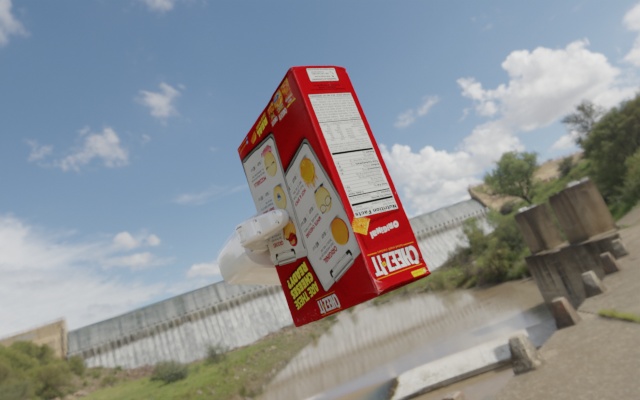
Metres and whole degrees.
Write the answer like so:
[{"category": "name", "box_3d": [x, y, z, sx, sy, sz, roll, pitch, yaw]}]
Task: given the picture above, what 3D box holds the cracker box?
[{"category": "cracker box", "box_3d": [0.000, 0.001, 0.477, 0.072, 0.213, 0.164, -12, -16, -32]}]
